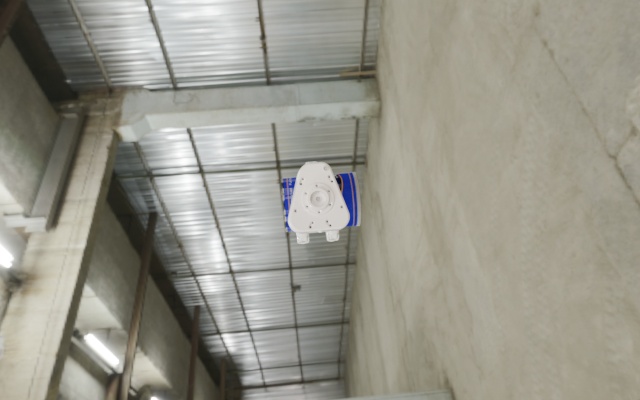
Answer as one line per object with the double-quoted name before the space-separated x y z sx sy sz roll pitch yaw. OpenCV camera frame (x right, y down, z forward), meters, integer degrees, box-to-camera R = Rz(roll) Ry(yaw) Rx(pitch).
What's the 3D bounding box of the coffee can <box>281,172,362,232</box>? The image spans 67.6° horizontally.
"coffee can" 0.000 0.003 0.897 0.140 0.103 0.103 -5 0 -3
